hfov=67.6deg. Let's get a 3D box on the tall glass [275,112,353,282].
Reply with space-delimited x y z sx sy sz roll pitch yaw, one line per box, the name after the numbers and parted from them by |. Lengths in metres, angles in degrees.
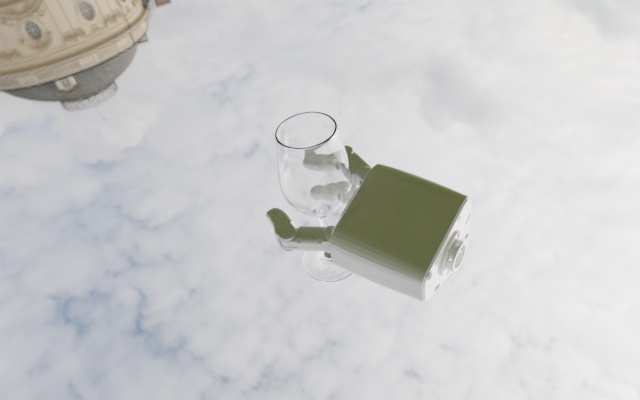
0.000 0.002 0.534 0.079 0.201 0.079 -6 43 6 | tall glass
